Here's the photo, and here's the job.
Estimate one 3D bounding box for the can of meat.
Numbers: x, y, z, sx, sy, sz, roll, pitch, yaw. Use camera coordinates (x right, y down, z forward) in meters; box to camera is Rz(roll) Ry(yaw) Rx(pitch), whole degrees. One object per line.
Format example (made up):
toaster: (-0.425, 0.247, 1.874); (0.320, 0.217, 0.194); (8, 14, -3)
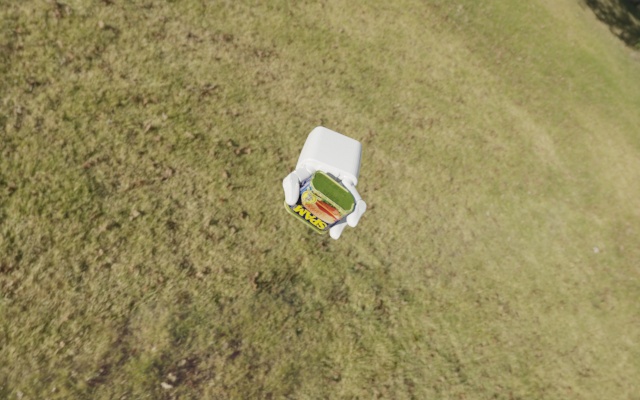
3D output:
can of meat: (0.000, 0.003, 0.870); (0.102, 0.057, 0.084); (36, -46, -17)
